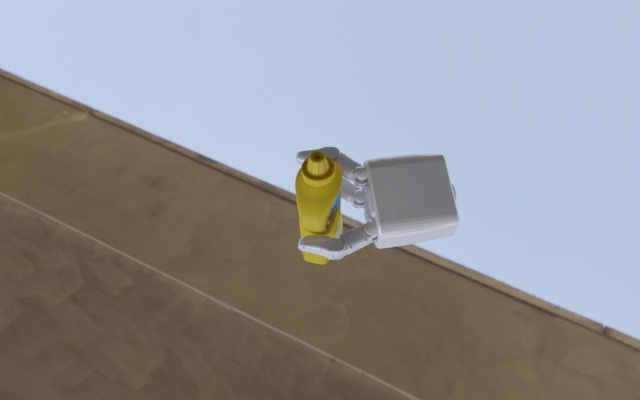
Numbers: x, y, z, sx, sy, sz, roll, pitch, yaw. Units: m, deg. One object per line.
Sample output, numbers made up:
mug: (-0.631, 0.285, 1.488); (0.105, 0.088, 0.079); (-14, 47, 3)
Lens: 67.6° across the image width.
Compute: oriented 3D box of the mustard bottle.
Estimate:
mustard bottle: (0.000, 0.002, 0.631); (0.058, 0.096, 0.192); (12, -32, 10)
